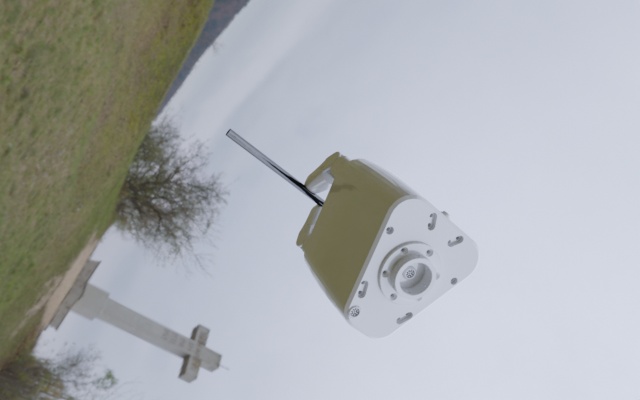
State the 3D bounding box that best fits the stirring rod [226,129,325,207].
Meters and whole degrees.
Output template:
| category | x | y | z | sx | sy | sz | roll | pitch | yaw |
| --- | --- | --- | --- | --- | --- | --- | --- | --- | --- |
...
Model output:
| category | x | y | z | sx | sy | sz | roll | pitch | yaw |
| --- | --- | --- | --- | --- | --- | --- | --- | --- | --- |
| stirring rod | 0.000 | 0.002 | 0.502 | 0.239 | 0.011 | 0.011 | 37 | -17 | -23 |
